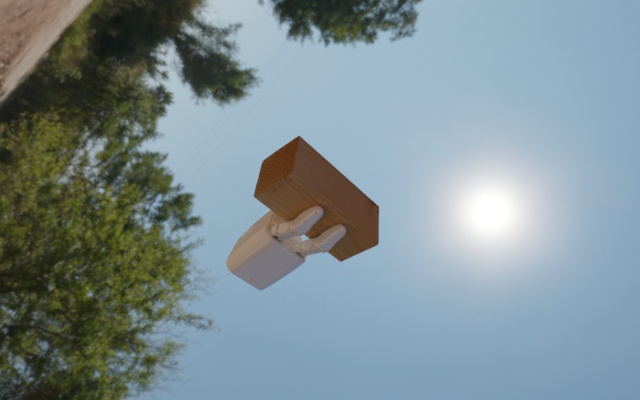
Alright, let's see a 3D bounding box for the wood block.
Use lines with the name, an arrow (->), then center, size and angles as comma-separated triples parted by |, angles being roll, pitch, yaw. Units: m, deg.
wood block -> 0.000, 0.003, 0.796 | 0.090, 0.090, 0.206 | -30, -54, 32
